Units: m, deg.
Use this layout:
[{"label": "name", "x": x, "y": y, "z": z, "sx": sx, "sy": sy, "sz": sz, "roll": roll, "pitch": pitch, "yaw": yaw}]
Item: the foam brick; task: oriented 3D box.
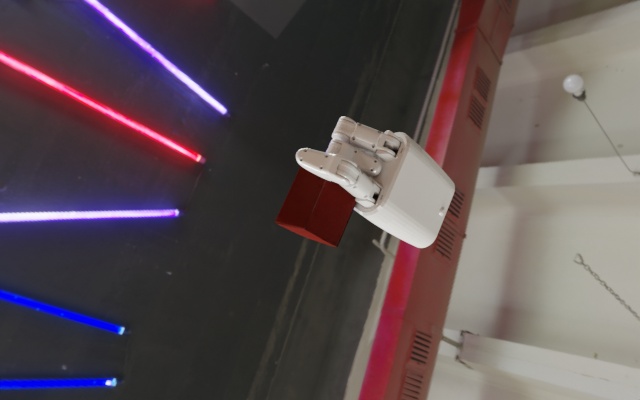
[{"label": "foam brick", "x": 0.000, "y": 0.002, "z": 0.498, "sx": 0.051, "sy": 0.078, "sz": 0.053, "roll": 33, "pitch": -13, "yaw": -39}]
